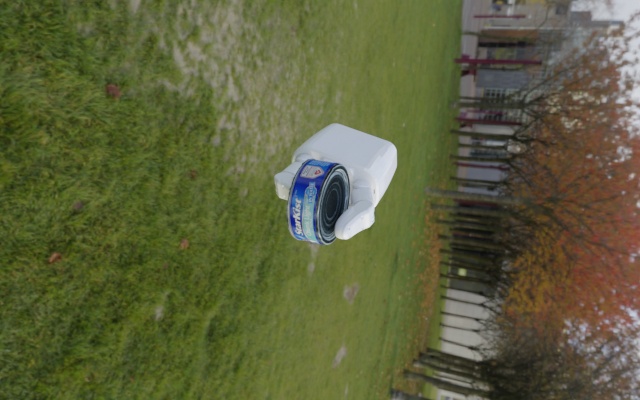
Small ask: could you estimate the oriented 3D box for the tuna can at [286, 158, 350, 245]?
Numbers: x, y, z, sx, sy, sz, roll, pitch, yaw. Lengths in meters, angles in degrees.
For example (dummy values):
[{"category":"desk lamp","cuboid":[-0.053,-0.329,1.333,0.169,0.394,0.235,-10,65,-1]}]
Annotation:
[{"category":"tuna can","cuboid":[0.001,0.002,0.489,0.034,0.086,0.086,11,4,23]}]
